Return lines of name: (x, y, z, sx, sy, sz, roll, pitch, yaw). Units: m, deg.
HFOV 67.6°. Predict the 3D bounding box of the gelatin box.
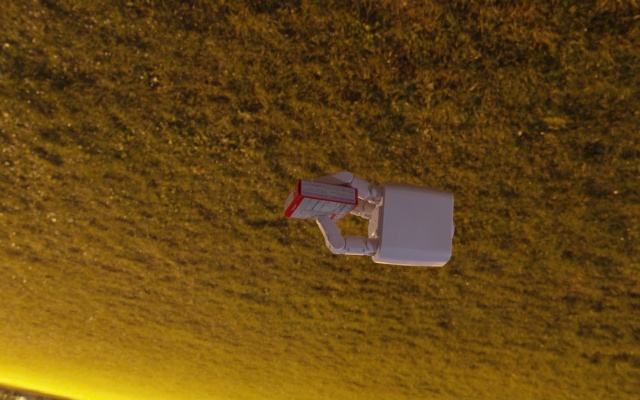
gelatin box: (0.000, 0.003, 0.687, 0.089, 0.030, 0.073, 8, -26, -18)
